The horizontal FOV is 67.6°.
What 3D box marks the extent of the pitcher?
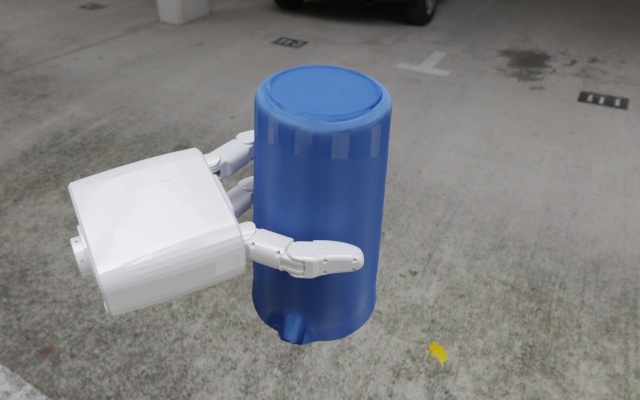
[{"bbox_3d":[0.000,0.002,0.451,0.145,0.243,0.149,-16,43,-23],"label":"pitcher"}]
